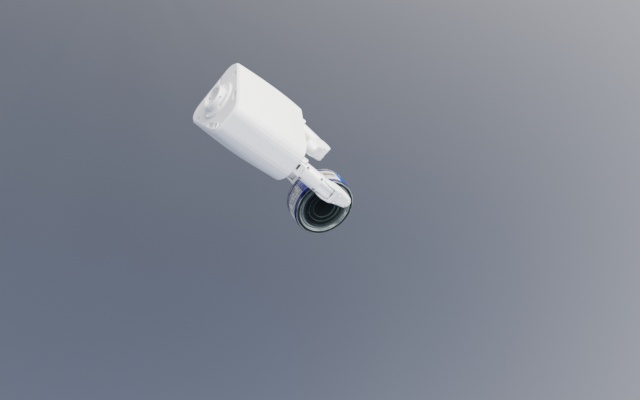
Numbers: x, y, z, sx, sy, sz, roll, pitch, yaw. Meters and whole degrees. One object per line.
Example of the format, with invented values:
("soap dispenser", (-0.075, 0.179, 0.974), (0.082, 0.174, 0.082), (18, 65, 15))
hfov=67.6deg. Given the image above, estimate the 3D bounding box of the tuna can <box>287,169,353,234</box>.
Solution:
("tuna can", (0.000, 0.002, 0.650), (0.086, 0.086, 0.033), (0, 31, -27))
